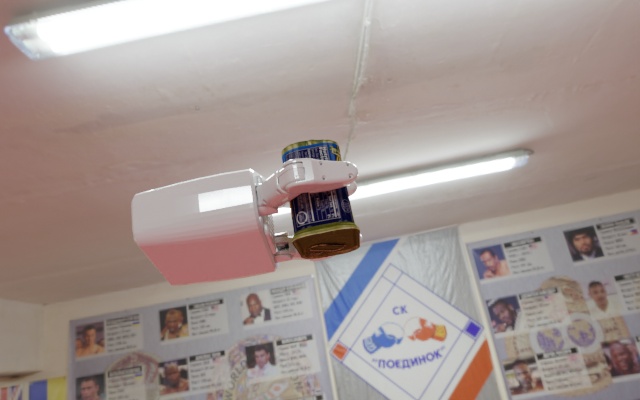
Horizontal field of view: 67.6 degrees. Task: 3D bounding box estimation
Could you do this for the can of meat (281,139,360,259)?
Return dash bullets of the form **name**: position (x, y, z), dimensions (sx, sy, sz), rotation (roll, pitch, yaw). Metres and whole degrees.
- **can of meat**: position (0.000, 0.001, 0.437), dimensions (0.057, 0.084, 0.102), rotation (-11, -18, 2)
